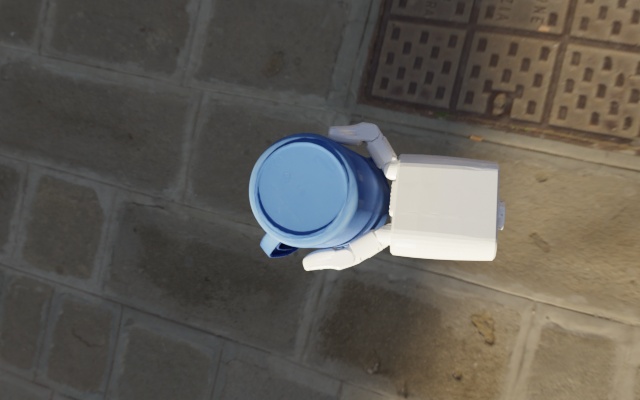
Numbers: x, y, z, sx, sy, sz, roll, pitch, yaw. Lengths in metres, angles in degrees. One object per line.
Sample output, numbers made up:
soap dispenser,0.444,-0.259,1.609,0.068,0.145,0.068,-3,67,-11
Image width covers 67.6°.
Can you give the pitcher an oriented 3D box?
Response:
pitcher,0.000,0.002,0.555,0.145,0.149,0.243,5,-1,13
